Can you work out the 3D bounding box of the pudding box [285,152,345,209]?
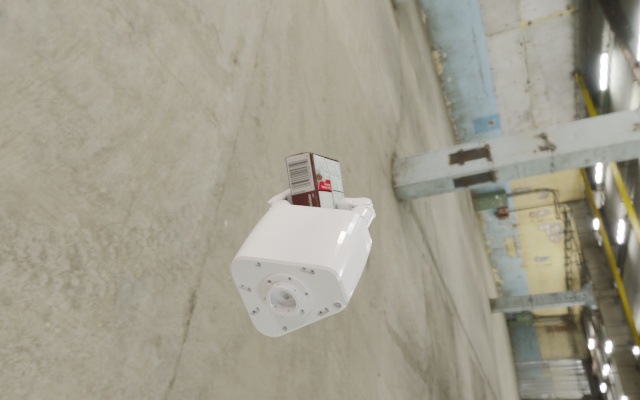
[{"bbox_3d":[0.000,0.002,0.589,0.039,0.113,0.090,-10,-6,22],"label":"pudding box"}]
